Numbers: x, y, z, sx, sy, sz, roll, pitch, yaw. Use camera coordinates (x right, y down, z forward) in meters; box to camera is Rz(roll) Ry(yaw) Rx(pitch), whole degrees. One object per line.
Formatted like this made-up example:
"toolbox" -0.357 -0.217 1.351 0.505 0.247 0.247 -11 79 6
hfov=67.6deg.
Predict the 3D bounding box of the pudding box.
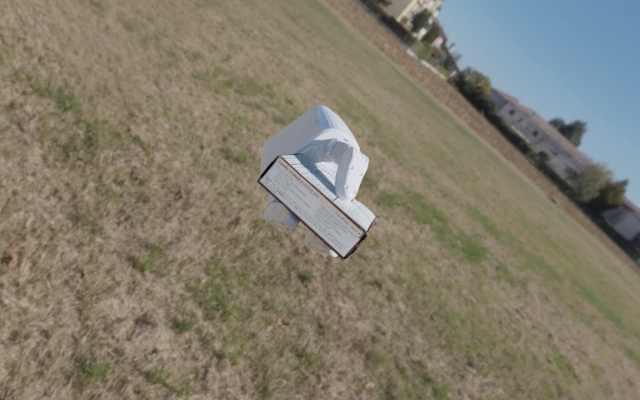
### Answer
"pudding box" 0.000 0.001 0.474 0.113 0.039 0.090 40 13 5
